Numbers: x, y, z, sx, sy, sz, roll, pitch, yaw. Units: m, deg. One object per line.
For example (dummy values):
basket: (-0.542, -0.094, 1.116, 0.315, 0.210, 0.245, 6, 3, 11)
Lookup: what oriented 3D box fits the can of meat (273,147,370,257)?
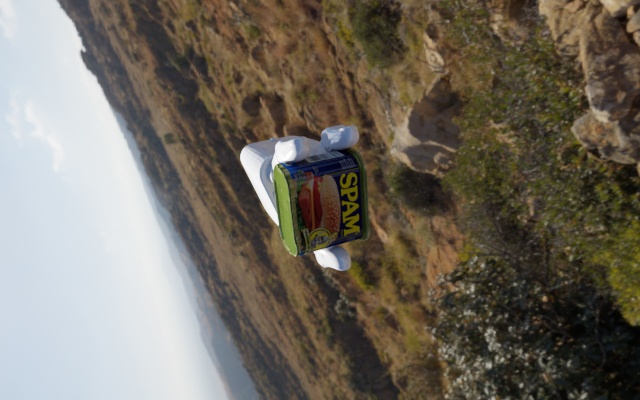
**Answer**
can of meat: (0.000, 0.002, 0.499, 0.084, 0.102, 0.057, -14, 24, -20)
